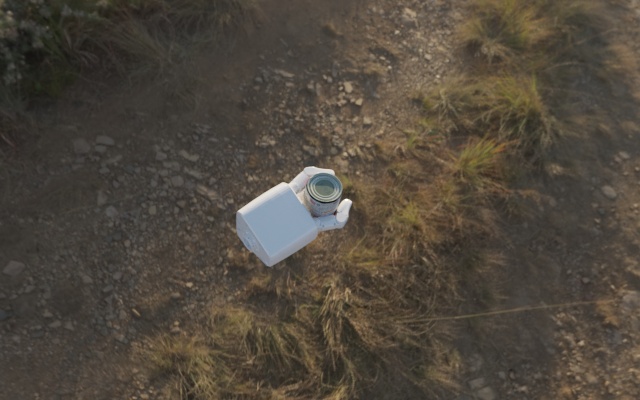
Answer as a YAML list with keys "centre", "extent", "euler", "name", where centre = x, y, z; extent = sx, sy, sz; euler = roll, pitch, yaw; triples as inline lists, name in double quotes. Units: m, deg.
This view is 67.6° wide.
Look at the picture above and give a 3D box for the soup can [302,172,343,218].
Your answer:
- centre: [0.001, 0.003, 0.893]
  extent: [0.068, 0.068, 0.102]
  euler: [0, -33, -10]
  name: "soup can"
